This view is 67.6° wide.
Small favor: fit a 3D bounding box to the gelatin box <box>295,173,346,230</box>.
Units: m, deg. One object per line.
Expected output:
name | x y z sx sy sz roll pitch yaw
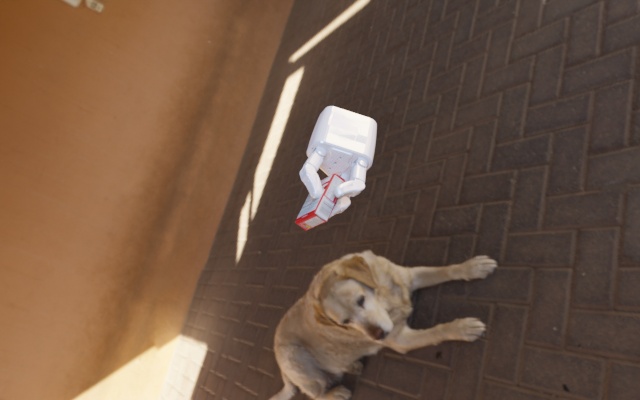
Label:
gelatin box | 0.000 0.003 0.823 0.030 0.089 0.073 36 -30 -17
